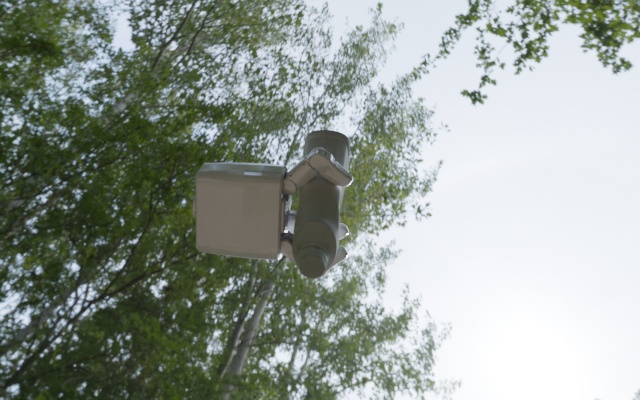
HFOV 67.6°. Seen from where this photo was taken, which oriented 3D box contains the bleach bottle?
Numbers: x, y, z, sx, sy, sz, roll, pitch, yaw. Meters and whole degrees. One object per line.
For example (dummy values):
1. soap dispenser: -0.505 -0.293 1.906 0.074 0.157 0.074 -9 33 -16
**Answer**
1. bleach bottle: 0.000 0.002 0.604 0.068 0.103 0.250 4 29 2
